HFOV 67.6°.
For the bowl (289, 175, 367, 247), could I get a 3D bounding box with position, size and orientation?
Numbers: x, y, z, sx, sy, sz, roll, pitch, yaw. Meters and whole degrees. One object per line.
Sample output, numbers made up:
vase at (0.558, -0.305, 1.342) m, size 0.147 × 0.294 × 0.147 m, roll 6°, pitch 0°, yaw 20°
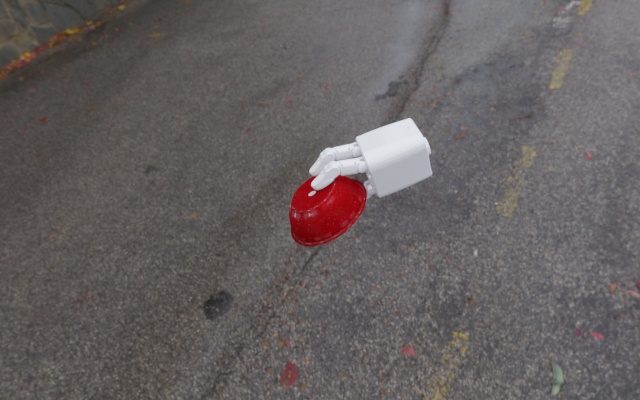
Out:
bowl at (-0.001, 0.003, 0.854) m, size 0.162 × 0.162 × 0.055 m, roll 0°, pitch -41°, yaw 44°
